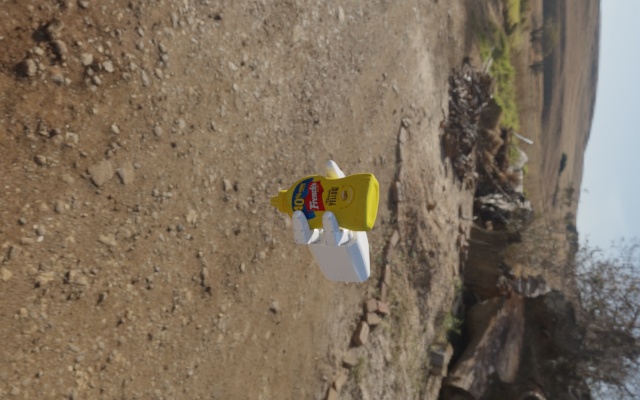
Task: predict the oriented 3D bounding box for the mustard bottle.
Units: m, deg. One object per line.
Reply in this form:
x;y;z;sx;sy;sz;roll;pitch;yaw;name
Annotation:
0.000;0.002;0.819;0.191;0.096;0.058;0;-23;26;mustard bottle
